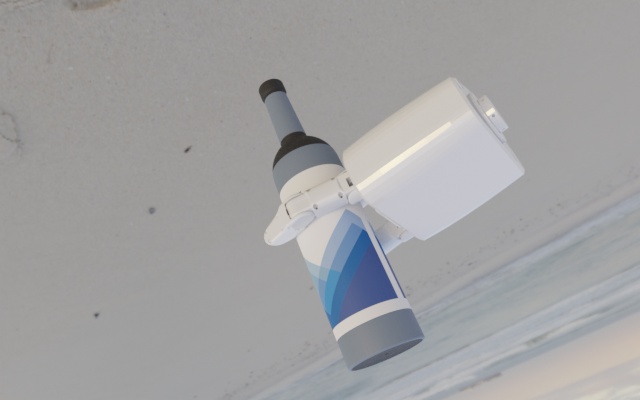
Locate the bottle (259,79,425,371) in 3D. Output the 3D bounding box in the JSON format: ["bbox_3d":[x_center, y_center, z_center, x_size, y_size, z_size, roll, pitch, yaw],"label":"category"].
[{"bbox_3d":[0.000,0.002,0.443,0.069,0.295,0.069,-19,-26,-10],"label":"bottle"}]
